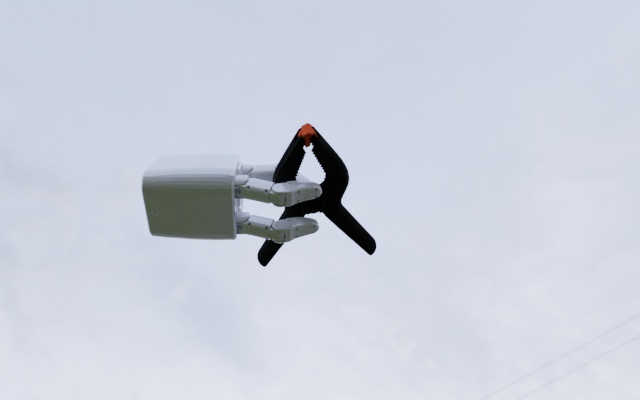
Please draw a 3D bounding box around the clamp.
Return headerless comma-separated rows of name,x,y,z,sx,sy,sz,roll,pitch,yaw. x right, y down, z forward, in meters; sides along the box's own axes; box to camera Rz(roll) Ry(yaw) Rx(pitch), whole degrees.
clamp,0.000,0.001,0.613,0.164,0.210,0.036,-1,35,-7
